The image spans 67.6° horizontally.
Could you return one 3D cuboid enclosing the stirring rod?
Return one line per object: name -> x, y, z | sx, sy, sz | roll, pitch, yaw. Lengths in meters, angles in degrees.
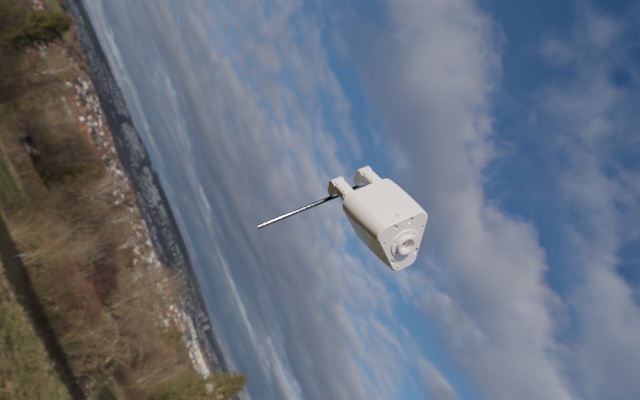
stirring rod -> 0.000, 0.003, 0.859 | 0.239, 0.011, 0.011 | -22, 7, -17
